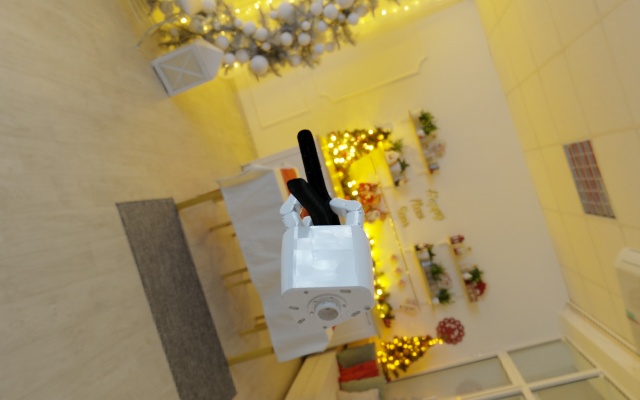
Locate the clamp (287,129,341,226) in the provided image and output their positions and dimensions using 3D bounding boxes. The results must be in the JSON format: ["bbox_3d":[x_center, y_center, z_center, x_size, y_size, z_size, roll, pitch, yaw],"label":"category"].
[{"bbox_3d":[0.001,0.003,0.733,0.036,0.210,0.164,-14,38,13],"label":"clamp"}]
